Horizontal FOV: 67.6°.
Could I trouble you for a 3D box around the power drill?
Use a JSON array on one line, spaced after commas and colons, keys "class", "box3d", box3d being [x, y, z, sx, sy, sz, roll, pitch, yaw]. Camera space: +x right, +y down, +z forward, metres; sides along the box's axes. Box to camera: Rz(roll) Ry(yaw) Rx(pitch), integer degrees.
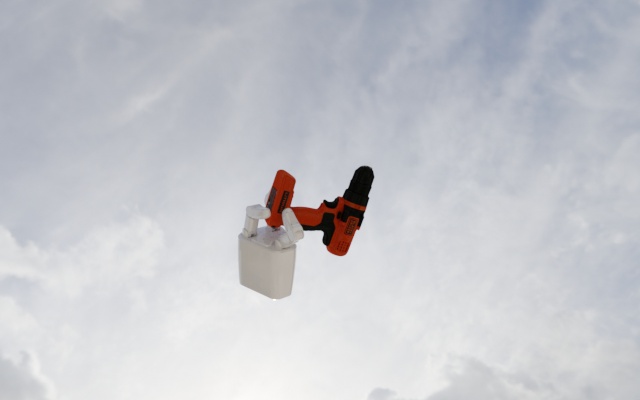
[{"class": "power drill", "box3d": [0.000, 0.003, 0.894, 0.188, 0.184, 0.057, 16, 7, -22]}]
